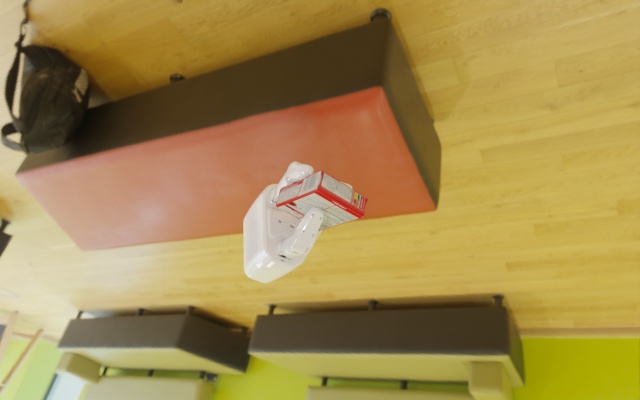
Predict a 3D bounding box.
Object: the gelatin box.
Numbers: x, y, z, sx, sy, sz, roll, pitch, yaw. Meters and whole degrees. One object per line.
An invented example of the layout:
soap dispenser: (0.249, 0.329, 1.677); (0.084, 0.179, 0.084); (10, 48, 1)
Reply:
gelatin box: (0.000, 0.002, 0.577); (0.073, 0.030, 0.089); (30, -30, -28)
